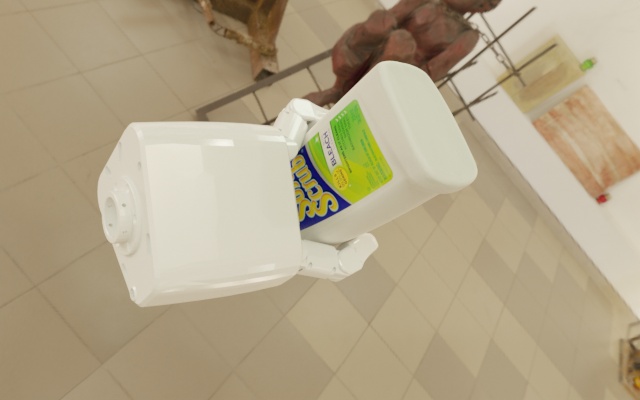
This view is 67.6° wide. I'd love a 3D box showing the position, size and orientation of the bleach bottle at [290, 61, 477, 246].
[{"bbox_3d":[0.000,0.001,0.400,0.068,0.102,0.251,-4,-24,-42],"label":"bleach bottle"}]
